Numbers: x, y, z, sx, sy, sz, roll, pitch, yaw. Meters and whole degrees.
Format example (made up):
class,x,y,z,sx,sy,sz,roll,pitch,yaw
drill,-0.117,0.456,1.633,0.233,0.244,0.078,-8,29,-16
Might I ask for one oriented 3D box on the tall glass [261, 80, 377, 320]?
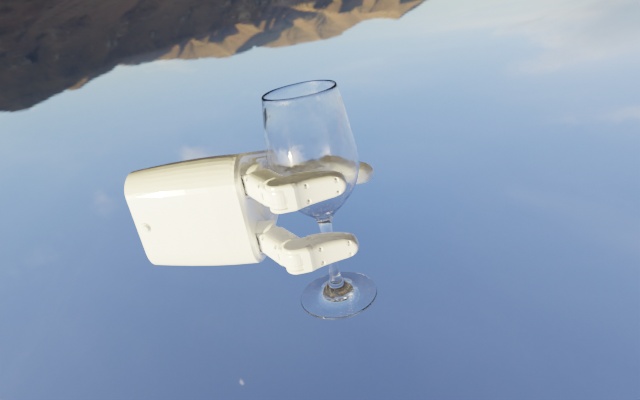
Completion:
class,x,y,z,sx,sy,sz,roll,pitch,yaw
tall glass,0.000,0.002,0.419,0.079,0.201,0.079,-9,24,4
